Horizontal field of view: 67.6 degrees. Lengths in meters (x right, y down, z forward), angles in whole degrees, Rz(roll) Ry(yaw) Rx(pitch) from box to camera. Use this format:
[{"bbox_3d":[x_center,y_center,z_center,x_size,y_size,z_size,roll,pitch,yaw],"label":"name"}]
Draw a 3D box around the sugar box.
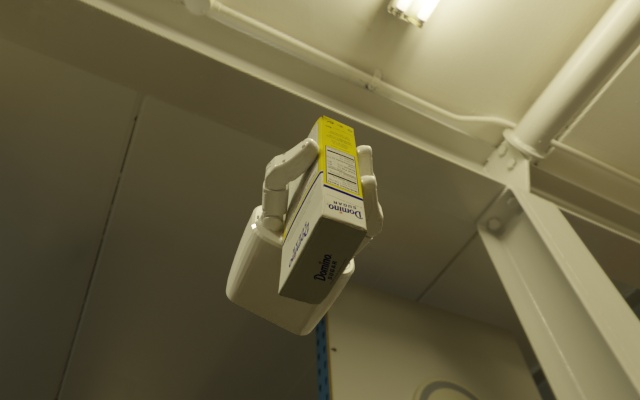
[{"bbox_3d":[0.001,0.002,0.447,0.048,0.093,0.176,18,33,-15],"label":"sugar box"}]
